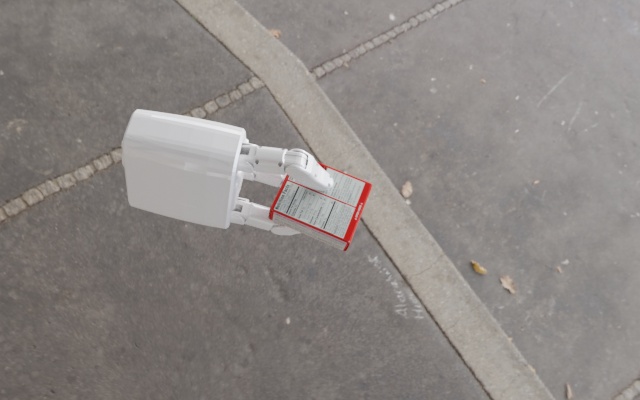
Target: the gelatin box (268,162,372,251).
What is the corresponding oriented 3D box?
[{"bbox_3d":[0.000,0.002,0.499,0.089,0.073,0.030,22,-26,3],"label":"gelatin box"}]
